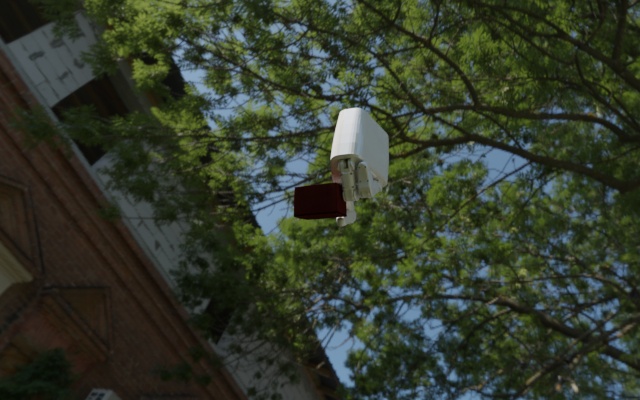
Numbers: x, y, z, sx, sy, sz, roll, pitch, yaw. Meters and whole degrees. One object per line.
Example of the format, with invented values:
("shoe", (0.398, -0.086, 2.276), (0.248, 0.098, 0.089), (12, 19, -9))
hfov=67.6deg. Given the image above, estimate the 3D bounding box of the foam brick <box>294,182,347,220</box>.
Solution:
("foam brick", (0.000, 0.003, 0.805), (0.078, 0.051, 0.053), (-6, -10, 21))
